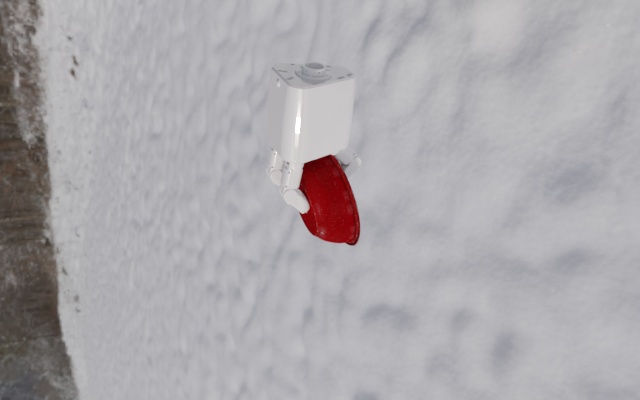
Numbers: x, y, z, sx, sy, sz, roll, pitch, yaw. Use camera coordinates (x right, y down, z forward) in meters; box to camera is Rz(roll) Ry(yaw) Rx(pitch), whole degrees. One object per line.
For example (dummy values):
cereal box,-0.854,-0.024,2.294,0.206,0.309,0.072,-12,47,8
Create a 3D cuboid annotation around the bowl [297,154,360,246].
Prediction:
bowl,0.000,0.004,0.735,0.055,0.162,0.162,-20,6,-16
